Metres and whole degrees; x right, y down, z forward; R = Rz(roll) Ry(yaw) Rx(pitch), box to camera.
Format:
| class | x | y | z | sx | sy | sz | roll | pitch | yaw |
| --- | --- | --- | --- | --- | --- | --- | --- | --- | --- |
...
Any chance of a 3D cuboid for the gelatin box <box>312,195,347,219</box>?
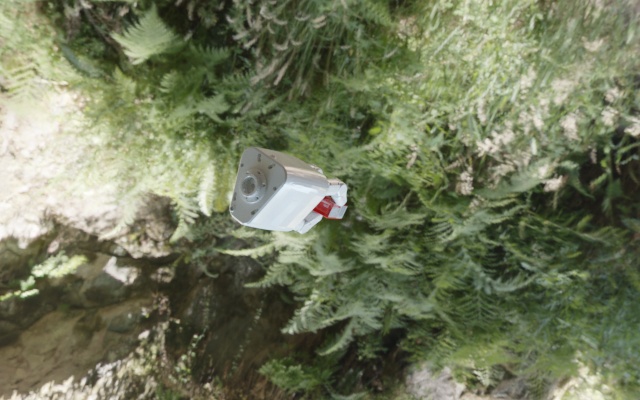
| class | x | y | z | sx | sy | sz | roll | pitch | yaw |
| --- | --- | --- | --- | --- | --- | --- | --- | --- | --- |
| gelatin box | 0.000 | 0.003 | 0.839 | 0.073 | 0.030 | 0.089 | 28 | 6 | 18 |
